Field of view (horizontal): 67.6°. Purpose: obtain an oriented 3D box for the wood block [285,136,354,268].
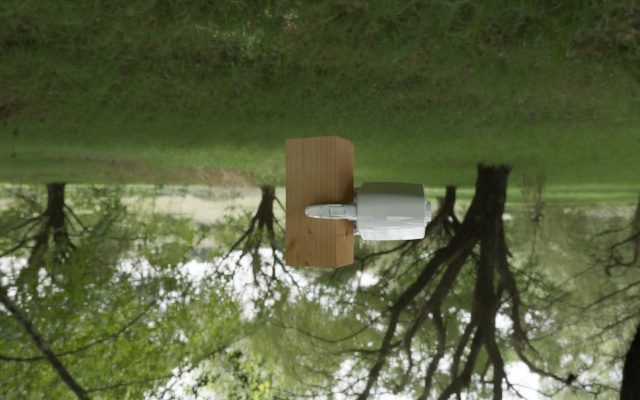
[{"bbox_3d":[0.000,0.003,0.791,0.090,0.206,0.091,0,-1,23],"label":"wood block"}]
